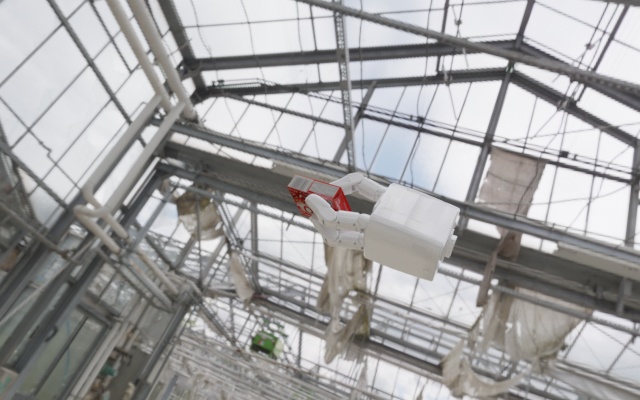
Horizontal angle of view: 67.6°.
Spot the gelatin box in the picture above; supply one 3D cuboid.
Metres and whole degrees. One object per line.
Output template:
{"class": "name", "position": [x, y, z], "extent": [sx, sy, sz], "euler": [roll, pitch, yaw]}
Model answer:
{"class": "gelatin box", "position": [0.000, 0.002, 0.733], "extent": [0.089, 0.030, 0.073], "euler": [18, -29, 31]}
